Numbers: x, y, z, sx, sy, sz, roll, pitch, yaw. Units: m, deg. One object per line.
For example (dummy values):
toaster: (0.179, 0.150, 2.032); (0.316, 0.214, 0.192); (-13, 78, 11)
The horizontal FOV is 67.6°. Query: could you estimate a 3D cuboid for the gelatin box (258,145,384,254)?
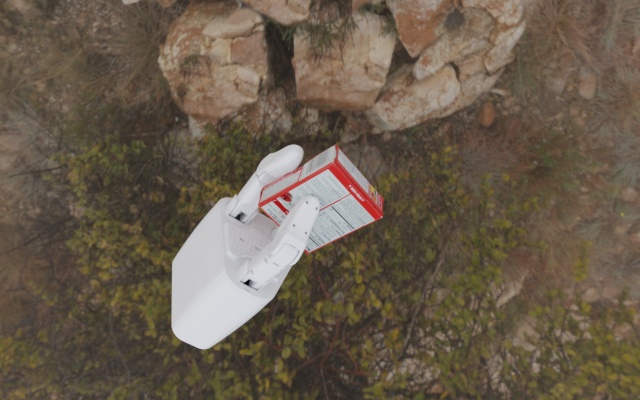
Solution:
gelatin box: (0.000, 0.002, 0.428); (0.089, 0.030, 0.073); (-28, -58, 28)
